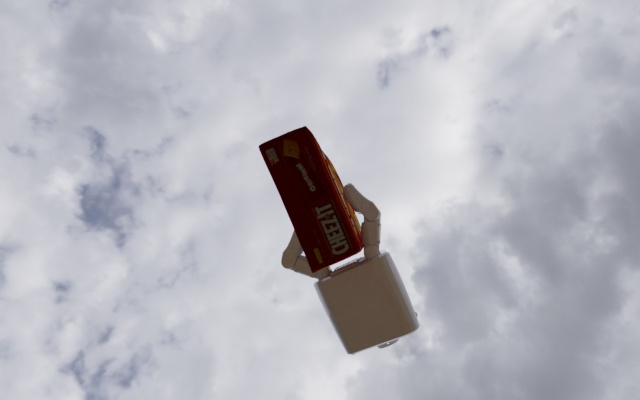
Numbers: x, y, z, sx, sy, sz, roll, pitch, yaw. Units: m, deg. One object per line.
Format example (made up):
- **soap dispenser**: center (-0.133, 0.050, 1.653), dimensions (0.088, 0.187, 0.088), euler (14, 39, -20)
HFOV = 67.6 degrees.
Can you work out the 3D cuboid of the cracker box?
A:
- **cracker box**: center (0.000, 0.002, 0.652), dimensions (0.072, 0.164, 0.214), euler (-24, -5, 4)
